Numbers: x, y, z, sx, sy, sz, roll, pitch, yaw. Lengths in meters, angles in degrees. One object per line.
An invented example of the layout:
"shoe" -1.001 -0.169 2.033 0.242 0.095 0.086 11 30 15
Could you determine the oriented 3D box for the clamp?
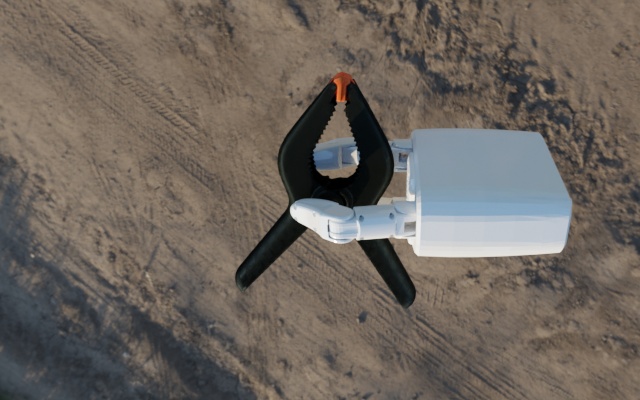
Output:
"clamp" 0.000 0.001 0.403 0.164 0.210 0.036 -1 23 4
